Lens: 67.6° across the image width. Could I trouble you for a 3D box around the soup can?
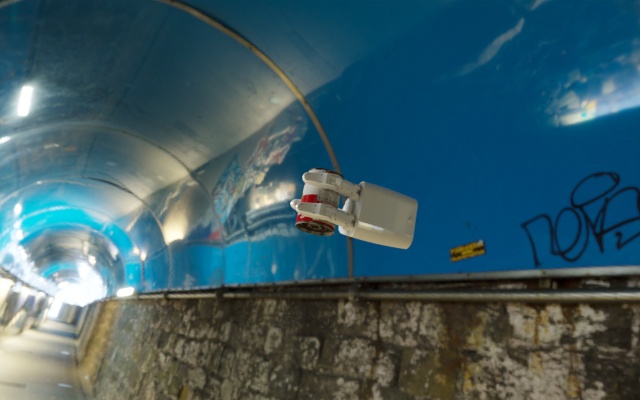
[{"bbox_3d":[0.000,0.002,0.828,0.068,0.102,0.068,11,-19,4],"label":"soup can"}]
